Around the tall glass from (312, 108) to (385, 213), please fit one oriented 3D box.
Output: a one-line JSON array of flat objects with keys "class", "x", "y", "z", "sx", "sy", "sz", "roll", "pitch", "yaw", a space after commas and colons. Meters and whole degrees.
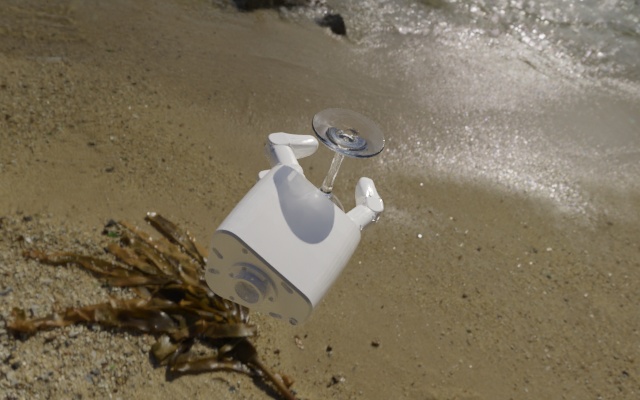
[{"class": "tall glass", "x": 0.000, "y": 0.001, "z": 0.526, "sx": 0.079, "sy": 0.079, "sz": 0.201, "roll": 0, "pitch": -43, "yaw": -22}]
